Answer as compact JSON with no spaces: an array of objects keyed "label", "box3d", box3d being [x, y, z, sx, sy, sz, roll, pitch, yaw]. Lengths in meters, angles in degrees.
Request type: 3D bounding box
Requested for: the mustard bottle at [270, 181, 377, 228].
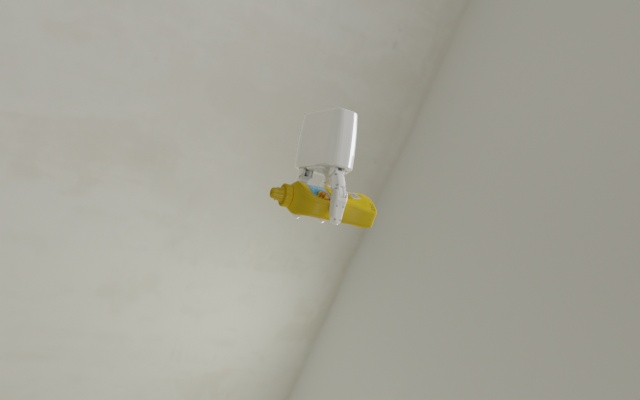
[{"label":"mustard bottle","box3d":[0.000,0.003,0.863,0.191,0.058,0.096,12,17,-26]}]
